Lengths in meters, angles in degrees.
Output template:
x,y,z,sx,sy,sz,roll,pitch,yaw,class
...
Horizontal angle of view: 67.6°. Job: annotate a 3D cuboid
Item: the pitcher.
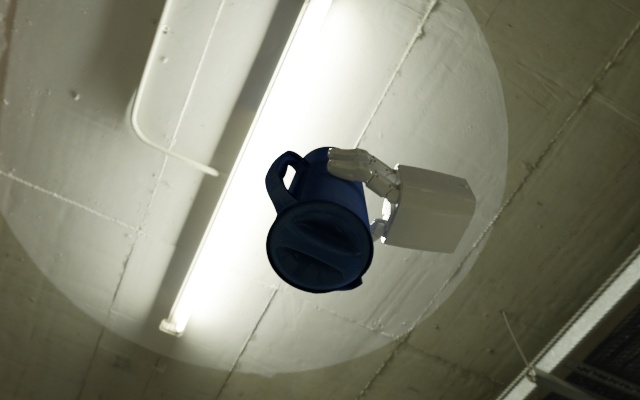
x,y,z,sx,sy,sz,roll,pitch,yaw,class
0.000,0.002,0.680,0.145,0.149,0.242,8,26,0,pitcher
